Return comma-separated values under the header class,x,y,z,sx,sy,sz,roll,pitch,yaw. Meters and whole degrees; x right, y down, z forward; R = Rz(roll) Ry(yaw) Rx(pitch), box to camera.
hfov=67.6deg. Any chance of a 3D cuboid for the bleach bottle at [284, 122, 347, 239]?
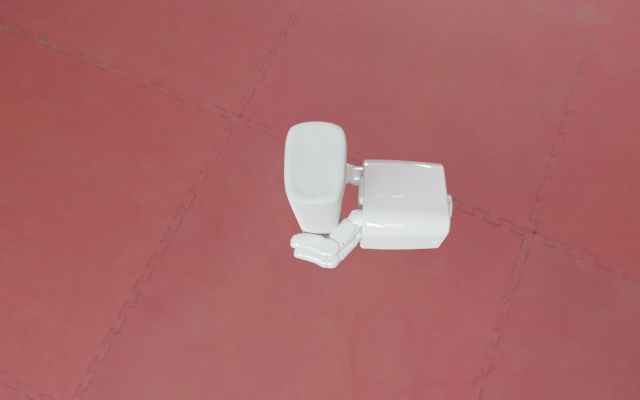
class,x,y,z,sx,sy,sz,roll,pitch,yaw
bleach bottle,0.000,0.002,0.625,0.068,0.102,0.251,1,-20,3
